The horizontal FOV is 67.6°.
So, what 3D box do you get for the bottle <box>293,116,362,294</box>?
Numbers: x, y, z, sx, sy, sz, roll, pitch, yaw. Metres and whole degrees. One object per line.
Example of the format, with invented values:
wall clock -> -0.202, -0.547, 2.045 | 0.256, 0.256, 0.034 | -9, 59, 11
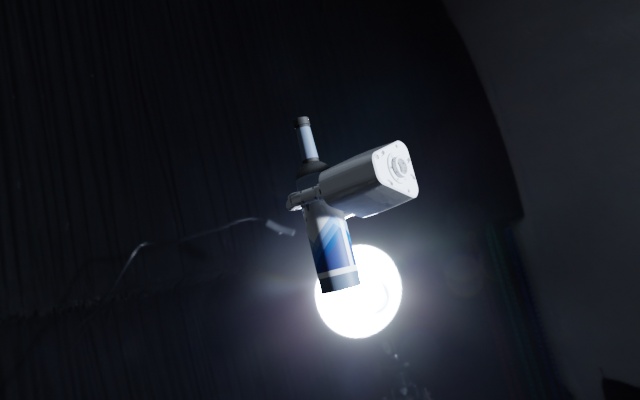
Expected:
bottle -> 0.000, 0.003, 0.793 | 0.069, 0.295, 0.069 | -13, -9, -2
